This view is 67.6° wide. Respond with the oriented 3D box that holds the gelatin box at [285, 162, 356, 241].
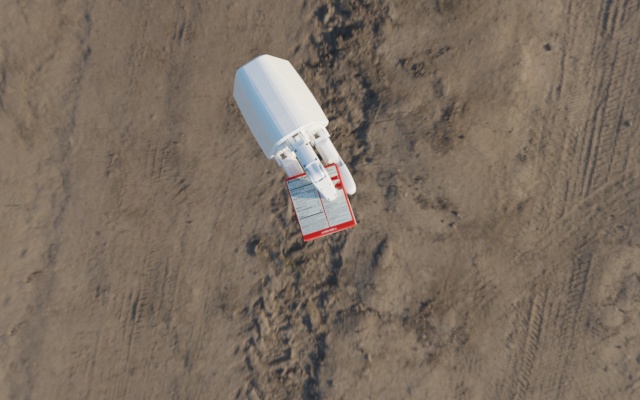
[{"bbox_3d":[0.000,0.002,0.640,0.073,0.089,0.030,-18,-4,2],"label":"gelatin box"}]
